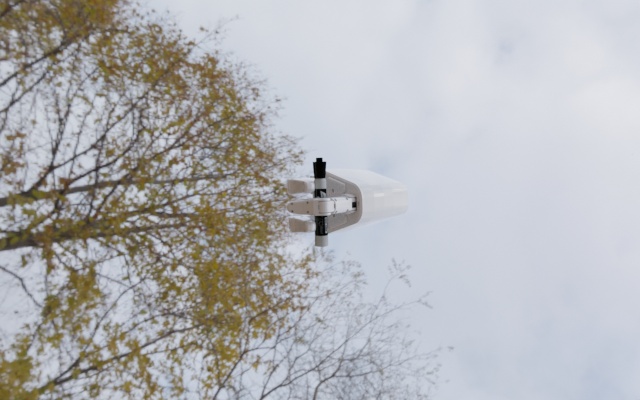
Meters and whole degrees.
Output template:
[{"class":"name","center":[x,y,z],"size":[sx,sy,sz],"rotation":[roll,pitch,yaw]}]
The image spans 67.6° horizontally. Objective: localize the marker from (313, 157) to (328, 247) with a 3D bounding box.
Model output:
[{"class":"marker","center":[0.000,0.002,0.650],"size":[0.020,0.121,0.020],"rotation":[-2,4,0]}]
